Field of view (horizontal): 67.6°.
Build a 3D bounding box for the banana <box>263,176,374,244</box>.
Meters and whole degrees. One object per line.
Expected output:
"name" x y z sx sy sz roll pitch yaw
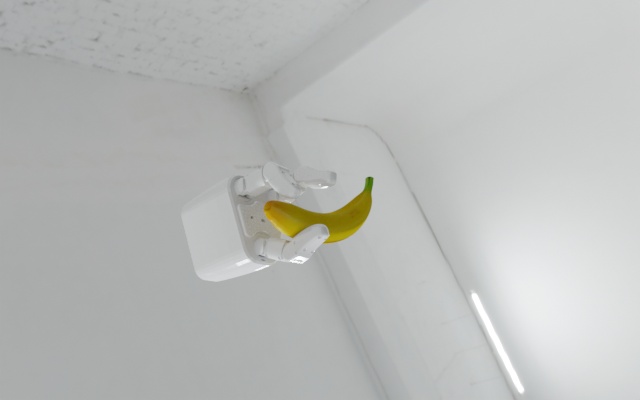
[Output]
"banana" 0.007 0.019 0.582 0.037 0.069 0.198 -17 -1 40
